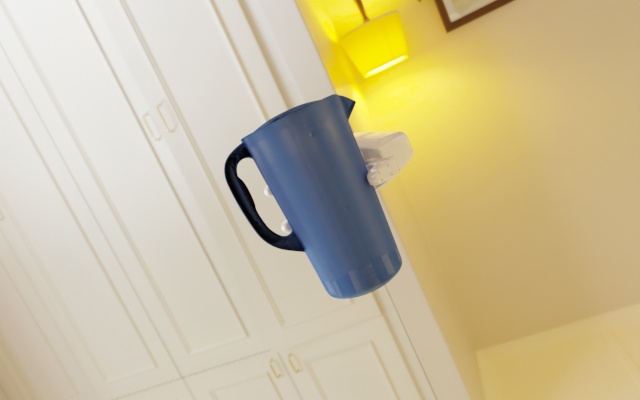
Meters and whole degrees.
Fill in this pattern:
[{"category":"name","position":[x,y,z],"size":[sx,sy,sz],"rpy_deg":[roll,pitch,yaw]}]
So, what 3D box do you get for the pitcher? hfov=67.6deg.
[{"category":"pitcher","position":[0.000,0.002,0.607],"size":[0.149,0.243,0.145],"rpy_deg":[-18,11,36]}]
